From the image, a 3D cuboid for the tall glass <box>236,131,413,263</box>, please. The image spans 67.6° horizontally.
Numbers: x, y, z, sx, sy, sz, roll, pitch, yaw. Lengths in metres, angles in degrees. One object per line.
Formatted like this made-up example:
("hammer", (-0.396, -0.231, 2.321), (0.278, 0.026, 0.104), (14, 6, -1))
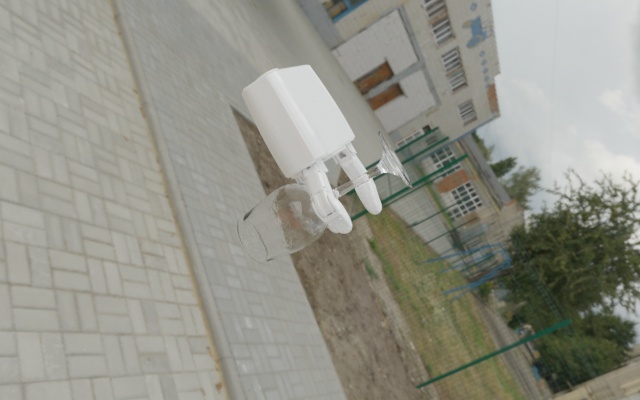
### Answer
("tall glass", (0.001, 0.002, 0.555), (0.201, 0.079, 0.079), (-30, -8, 14))
